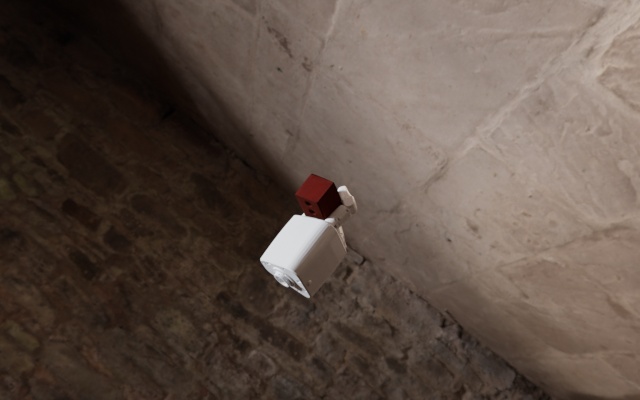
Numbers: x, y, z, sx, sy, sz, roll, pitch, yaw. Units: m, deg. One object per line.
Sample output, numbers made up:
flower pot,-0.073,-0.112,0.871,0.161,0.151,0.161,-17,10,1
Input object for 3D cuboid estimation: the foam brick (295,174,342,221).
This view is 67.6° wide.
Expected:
foam brick,0.000,0.002,0.833,0.053,0.051,0.078,22,-29,36
